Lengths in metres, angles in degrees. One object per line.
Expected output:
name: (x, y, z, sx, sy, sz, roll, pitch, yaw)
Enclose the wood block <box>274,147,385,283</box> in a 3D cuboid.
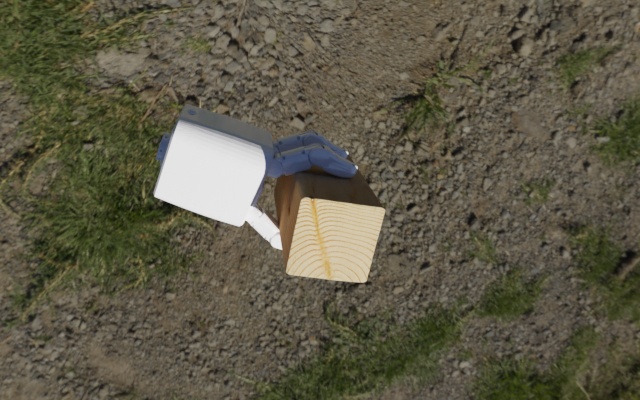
wood block: (0.000, 0.002, 0.577, 0.090, 0.091, 0.206, 8, 22, -12)
